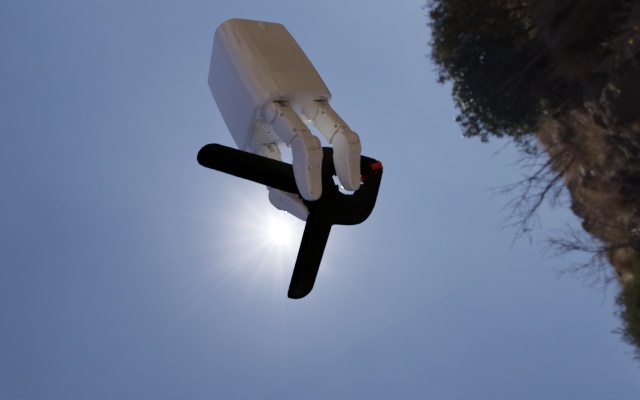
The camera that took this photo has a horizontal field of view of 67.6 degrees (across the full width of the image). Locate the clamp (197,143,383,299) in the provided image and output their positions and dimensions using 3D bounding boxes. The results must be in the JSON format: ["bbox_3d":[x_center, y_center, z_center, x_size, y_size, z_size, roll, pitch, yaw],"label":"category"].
[{"bbox_3d":[0.000,0.002,0.481,0.210,0.164,0.036,-13,-24,-43],"label":"clamp"}]
